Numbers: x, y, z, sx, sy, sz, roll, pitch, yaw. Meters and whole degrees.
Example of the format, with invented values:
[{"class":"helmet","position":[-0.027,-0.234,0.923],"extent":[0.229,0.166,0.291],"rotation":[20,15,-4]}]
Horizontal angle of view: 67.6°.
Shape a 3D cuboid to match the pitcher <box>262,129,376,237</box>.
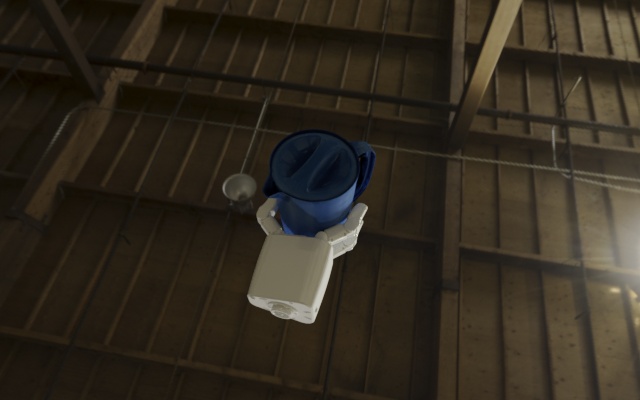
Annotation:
[{"class":"pitcher","position":[0.000,0.003,0.795],"extent":[0.149,0.145,0.243],"rotation":[12,-31,7]}]
